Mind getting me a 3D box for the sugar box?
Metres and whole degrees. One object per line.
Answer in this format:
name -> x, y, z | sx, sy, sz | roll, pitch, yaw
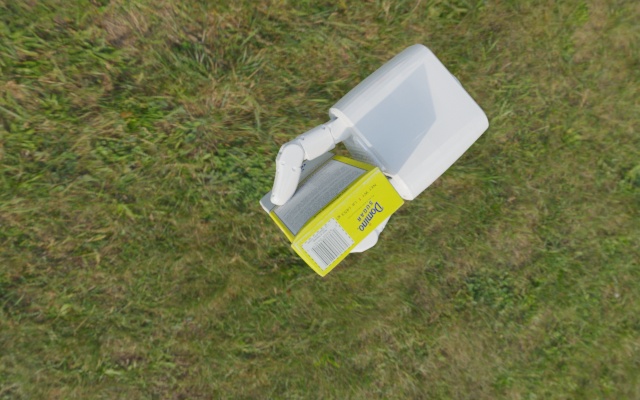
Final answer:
sugar box -> 0.001, 0.002, 0.456 | 0.093, 0.048, 0.176 | -41, 16, -4
